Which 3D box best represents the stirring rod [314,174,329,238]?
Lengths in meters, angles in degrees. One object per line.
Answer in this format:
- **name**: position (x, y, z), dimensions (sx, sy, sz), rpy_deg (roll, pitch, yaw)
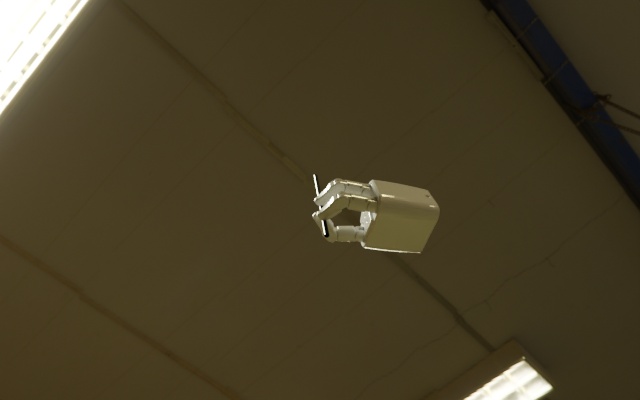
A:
- **stirring rod**: position (0.000, 0.003, 0.844), dimensions (0.011, 0.011, 0.239), rpy_deg (0, 25, -5)
